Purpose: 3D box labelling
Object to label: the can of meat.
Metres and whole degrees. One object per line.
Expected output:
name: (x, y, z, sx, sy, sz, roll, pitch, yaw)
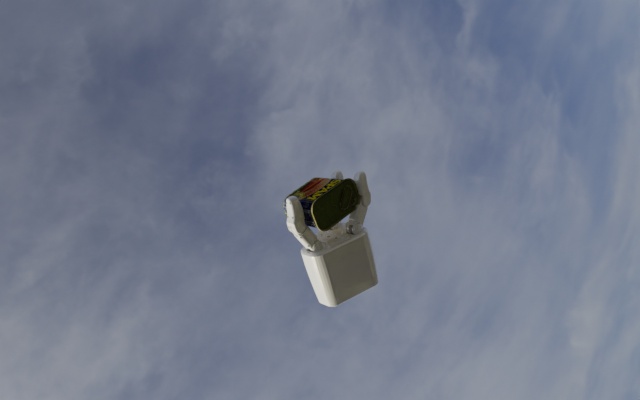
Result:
can of meat: (0.000, 0.003, 0.795, 0.102, 0.057, 0.084, -35, 27, -32)
